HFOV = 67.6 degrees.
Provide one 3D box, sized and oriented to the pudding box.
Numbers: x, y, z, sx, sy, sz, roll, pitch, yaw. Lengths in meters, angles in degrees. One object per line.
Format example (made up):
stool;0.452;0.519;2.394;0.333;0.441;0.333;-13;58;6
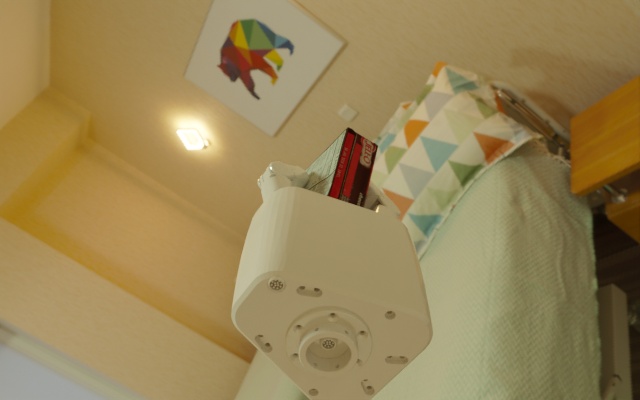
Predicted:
pudding box;0.000;0.001;0.426;0.039;0.090;0.113;32;-40;-17
